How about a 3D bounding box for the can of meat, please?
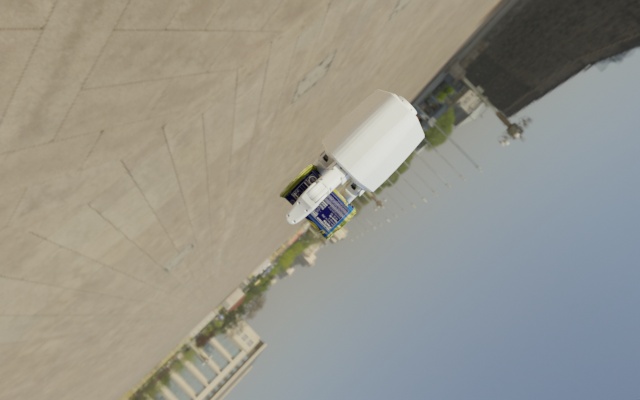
[{"bbox_3d":[0.000,0.002,0.629,0.084,0.057,0.102,45,5,1],"label":"can of meat"}]
